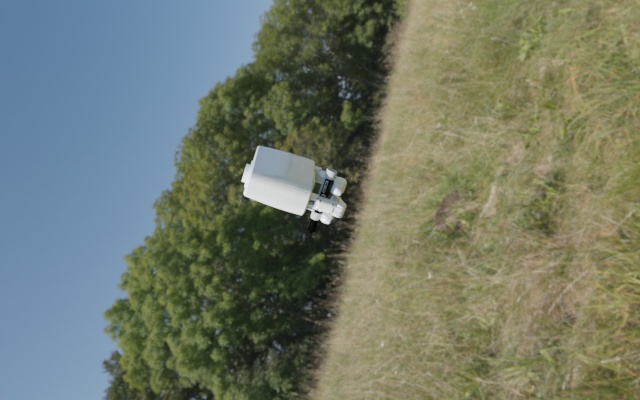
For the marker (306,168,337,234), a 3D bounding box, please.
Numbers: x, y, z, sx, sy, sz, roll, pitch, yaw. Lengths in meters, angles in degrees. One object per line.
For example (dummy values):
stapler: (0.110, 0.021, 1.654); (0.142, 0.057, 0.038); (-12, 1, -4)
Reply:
marker: (0.000, 0.003, 0.824); (0.020, 0.121, 0.020); (18, 18, -6)
